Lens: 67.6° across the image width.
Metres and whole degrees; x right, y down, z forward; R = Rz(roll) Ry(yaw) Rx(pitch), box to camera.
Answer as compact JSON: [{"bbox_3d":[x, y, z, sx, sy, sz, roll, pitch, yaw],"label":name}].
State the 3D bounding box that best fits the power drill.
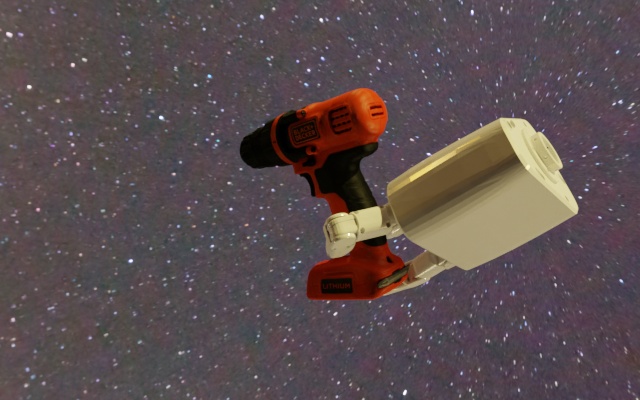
[{"bbox_3d":[0.000,0.002,0.467,0.184,0.187,0.057,-11,8,46],"label":"power drill"}]
